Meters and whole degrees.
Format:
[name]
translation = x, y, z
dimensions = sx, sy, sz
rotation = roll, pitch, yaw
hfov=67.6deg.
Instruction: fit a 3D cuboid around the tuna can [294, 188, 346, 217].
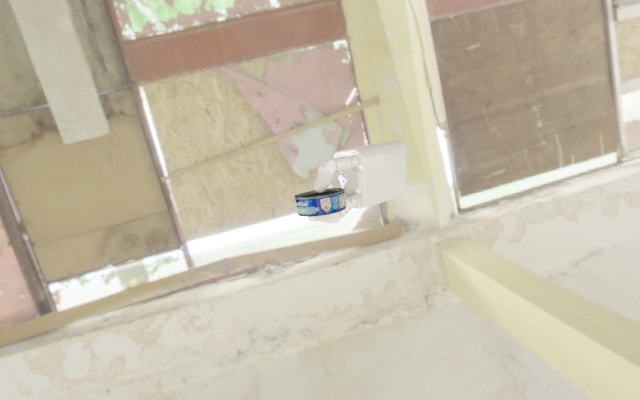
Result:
[tuna can]
translation = 0.000, 0.003, 0.806
dimensions = 0.086, 0.034, 0.086
rotation = -8, 8, 1
